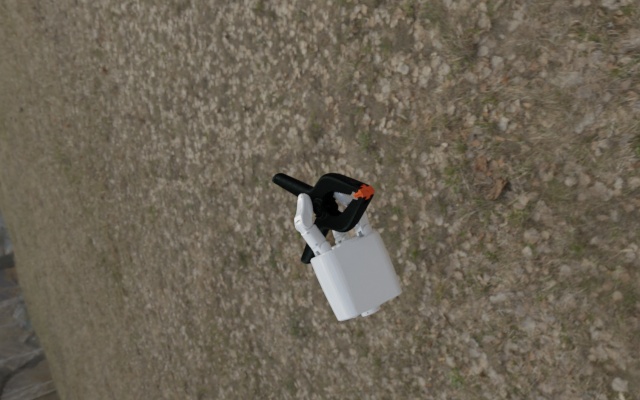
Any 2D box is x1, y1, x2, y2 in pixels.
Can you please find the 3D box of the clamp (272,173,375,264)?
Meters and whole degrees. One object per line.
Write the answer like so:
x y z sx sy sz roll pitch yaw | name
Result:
0.000 0.003 0.762 0.036 0.164 0.210 -21 -7 -40 | clamp
